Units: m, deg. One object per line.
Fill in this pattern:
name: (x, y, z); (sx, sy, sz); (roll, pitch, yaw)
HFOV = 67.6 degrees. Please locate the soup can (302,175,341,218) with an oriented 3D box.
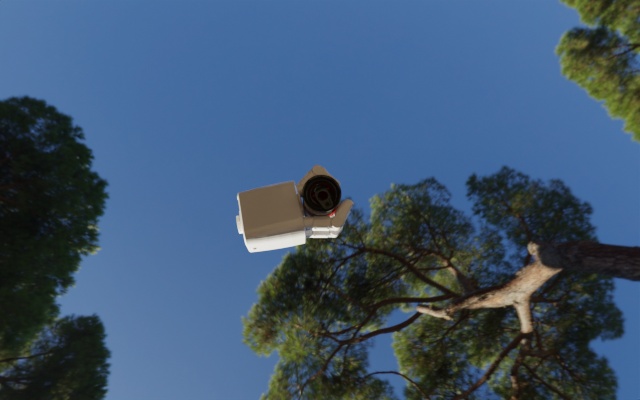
soup can: (0.001, 0.003, 0.861); (0.068, 0.068, 0.102); (0, -17, -2)
